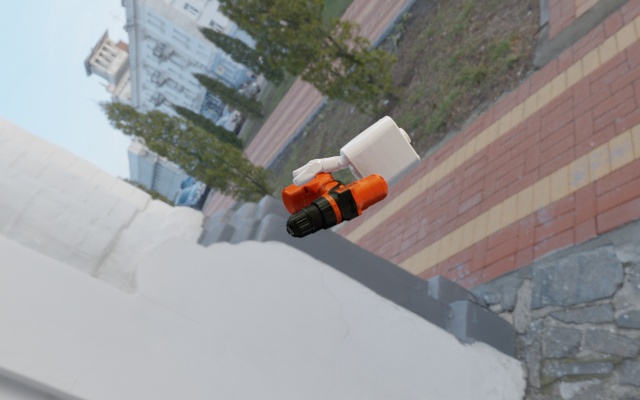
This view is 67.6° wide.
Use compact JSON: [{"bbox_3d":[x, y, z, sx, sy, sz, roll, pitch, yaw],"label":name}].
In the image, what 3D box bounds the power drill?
[{"bbox_3d":[0.000,0.002,0.827,0.184,0.057,0.187,-24,17,-20],"label":"power drill"}]
